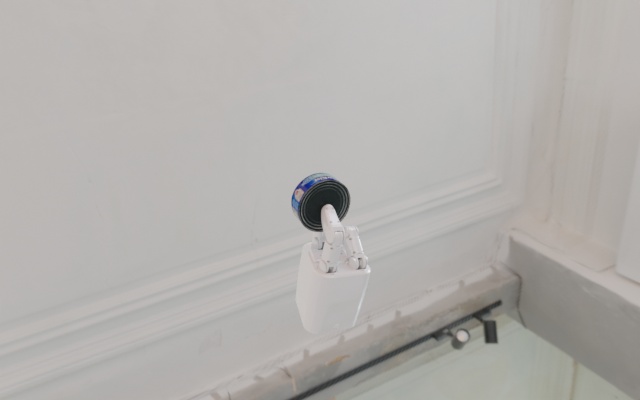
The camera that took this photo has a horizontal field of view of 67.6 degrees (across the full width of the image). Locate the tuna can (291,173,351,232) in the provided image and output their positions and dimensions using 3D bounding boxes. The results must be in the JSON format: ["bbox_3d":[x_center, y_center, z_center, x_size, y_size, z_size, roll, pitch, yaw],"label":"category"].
[{"bbox_3d":[0.000,0.002,0.719,0.086,0.086,0.033,0,25,-29],"label":"tuna can"}]
